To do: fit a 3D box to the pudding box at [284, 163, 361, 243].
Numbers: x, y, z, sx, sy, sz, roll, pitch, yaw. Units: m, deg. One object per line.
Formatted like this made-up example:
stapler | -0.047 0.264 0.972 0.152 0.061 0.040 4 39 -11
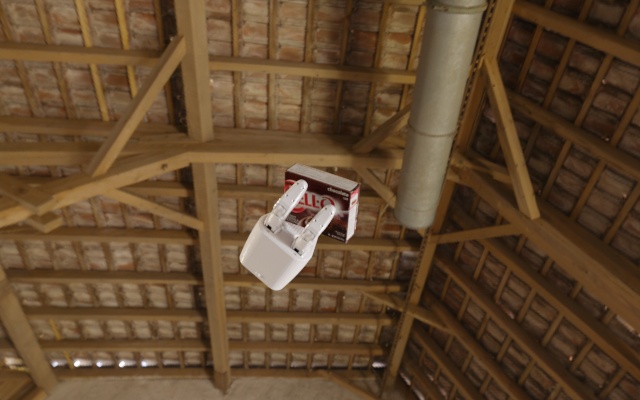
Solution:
pudding box | 0.000 0.002 0.714 0.113 0.090 0.039 17 36 21
